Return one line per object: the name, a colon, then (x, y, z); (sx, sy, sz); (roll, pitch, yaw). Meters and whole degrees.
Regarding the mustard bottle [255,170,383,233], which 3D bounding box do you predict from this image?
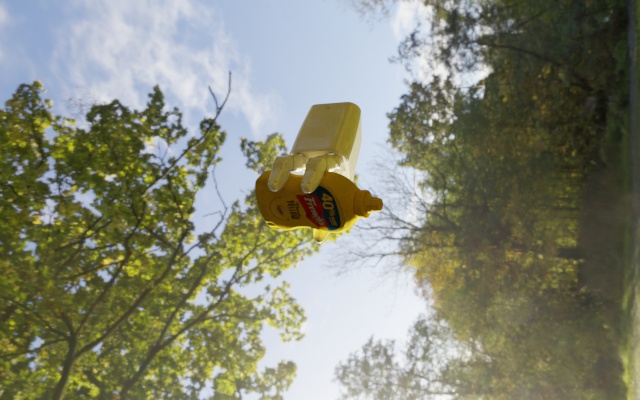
mustard bottle: (0.000, 0.003, 0.708); (0.191, 0.096, 0.058); (2, 32, 27)
